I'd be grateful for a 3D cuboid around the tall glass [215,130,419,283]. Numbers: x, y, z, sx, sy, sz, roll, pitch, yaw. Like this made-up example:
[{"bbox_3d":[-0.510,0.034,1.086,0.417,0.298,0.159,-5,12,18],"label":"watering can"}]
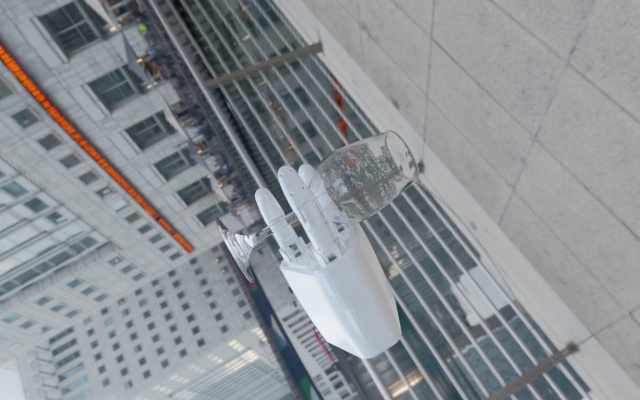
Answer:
[{"bbox_3d":[-0.001,0.002,0.488,0.201,0.079,0.079,-30,4,-7],"label":"tall glass"}]
